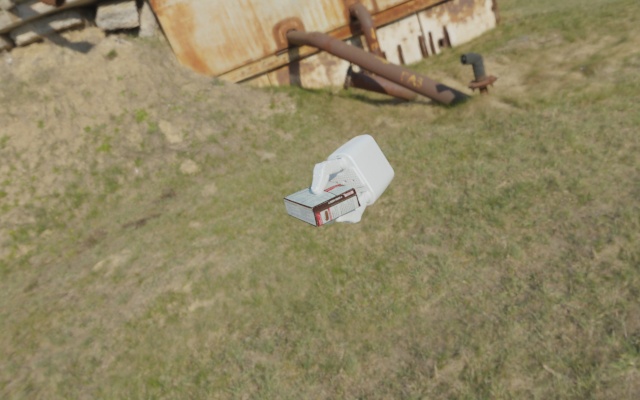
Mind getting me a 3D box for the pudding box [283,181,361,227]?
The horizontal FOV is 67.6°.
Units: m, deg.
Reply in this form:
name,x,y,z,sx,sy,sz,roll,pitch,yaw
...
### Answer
name,x,y,z,sx,sy,sz,roll,pitch,yaw
pudding box,0.000,0.003,0.821,0.090,0.039,0.113,-26,19,-23
